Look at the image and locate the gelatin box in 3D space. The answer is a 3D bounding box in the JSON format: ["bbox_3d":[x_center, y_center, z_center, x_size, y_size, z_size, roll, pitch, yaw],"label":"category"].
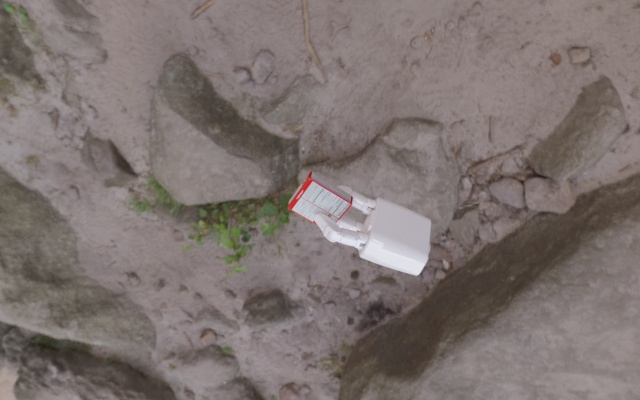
[{"bbox_3d":[0.000,0.003,0.821,0.089,0.073,0.030,30,30,-13],"label":"gelatin box"}]
